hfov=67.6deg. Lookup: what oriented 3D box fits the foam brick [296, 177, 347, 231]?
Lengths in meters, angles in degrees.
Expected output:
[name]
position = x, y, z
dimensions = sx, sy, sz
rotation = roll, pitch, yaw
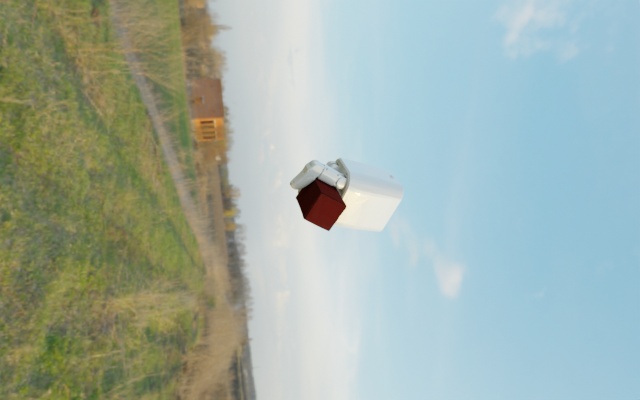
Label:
[foam brick]
position = 0.000, 0.003, 0.770
dimensions = 0.051, 0.053, 0.078
rotation = 29, 17, -24
